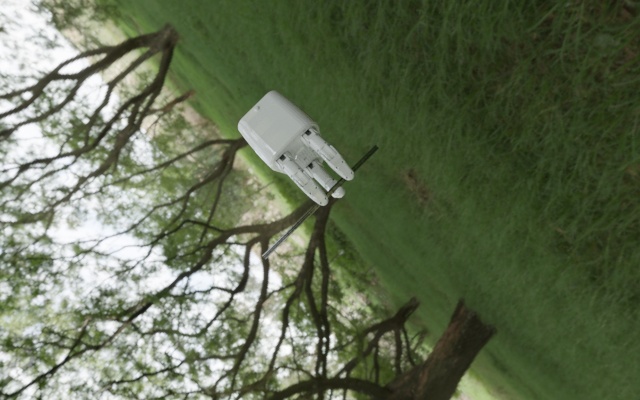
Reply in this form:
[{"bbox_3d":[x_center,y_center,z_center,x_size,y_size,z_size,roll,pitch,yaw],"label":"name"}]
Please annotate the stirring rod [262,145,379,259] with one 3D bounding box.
[{"bbox_3d":[0.000,0.002,0.725,0.239,0.011,0.011,-44,0,0],"label":"stirring rod"}]
